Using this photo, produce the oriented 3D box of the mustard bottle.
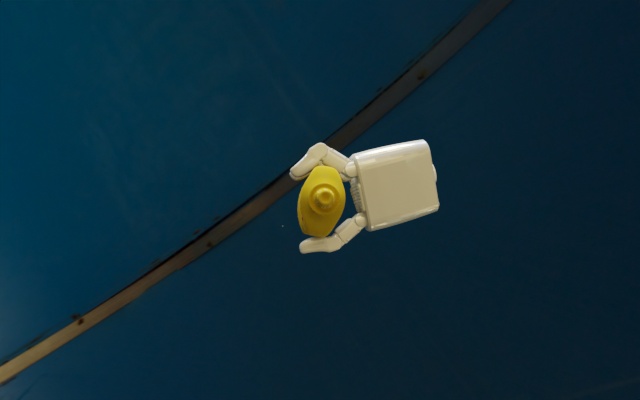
[{"bbox_3d":[0.000,0.002,0.663,0.058,0.096,0.191,10,-4,-4],"label":"mustard bottle"}]
